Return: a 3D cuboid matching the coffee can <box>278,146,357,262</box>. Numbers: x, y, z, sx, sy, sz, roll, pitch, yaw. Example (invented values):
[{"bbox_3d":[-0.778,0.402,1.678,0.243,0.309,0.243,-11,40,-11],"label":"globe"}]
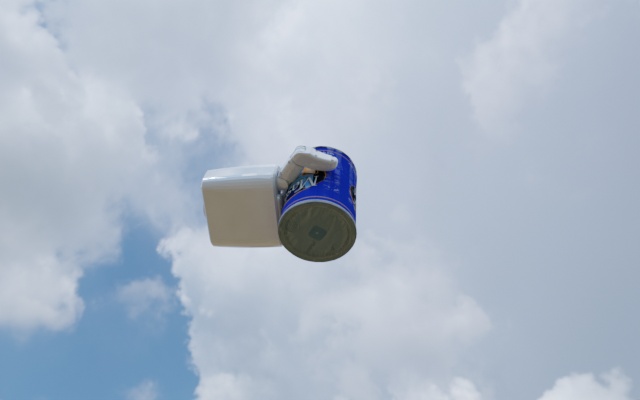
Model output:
[{"bbox_3d":[0.000,0.002,0.672,0.103,0.103,0.140,0,36,5],"label":"coffee can"}]
